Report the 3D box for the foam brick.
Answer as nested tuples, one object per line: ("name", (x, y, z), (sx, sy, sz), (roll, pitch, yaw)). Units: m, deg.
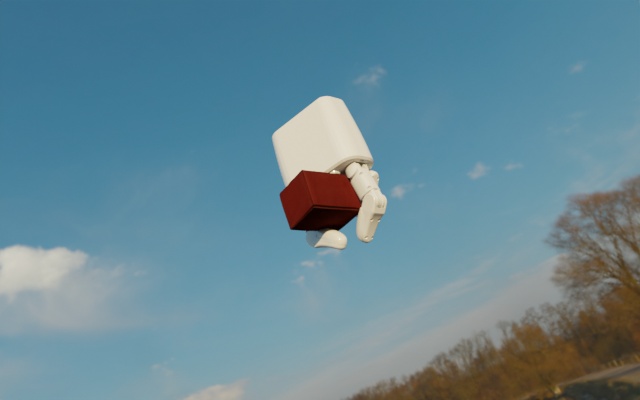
("foam brick", (0.000, 0.002, 0.568), (0.078, 0.051, 0.053), (4, -35, -40))
